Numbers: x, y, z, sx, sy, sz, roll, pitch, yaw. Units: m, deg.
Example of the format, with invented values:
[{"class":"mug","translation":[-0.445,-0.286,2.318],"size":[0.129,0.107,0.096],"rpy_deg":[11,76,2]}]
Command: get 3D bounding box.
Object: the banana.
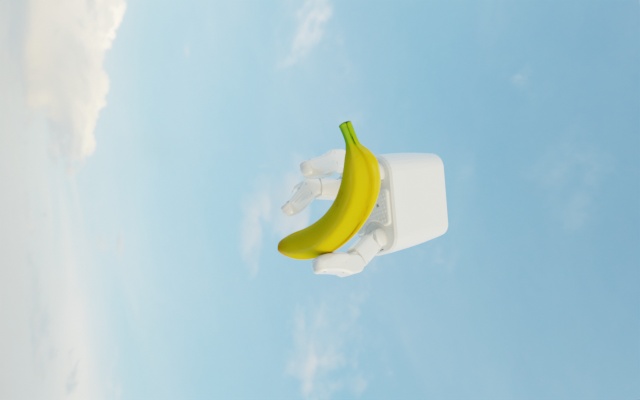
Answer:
[{"class":"banana","translation":[0.012,0.013,0.490],"size":[0.037,0.069,0.198],"rpy_deg":[-15,-32,-41]}]
